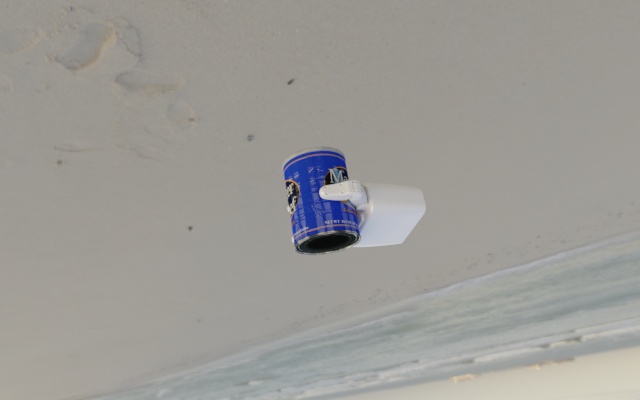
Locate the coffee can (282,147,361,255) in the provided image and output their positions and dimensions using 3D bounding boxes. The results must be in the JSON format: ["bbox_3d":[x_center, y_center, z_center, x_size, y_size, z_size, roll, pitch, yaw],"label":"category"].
[{"bbox_3d":[0.000,0.002,0.742,0.103,0.140,0.103,-8,-22,-3],"label":"coffee can"}]
